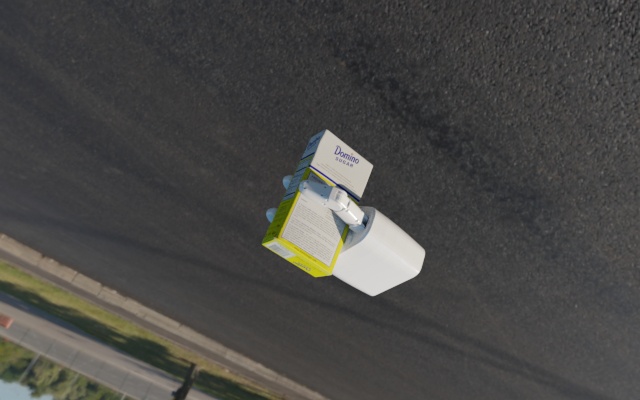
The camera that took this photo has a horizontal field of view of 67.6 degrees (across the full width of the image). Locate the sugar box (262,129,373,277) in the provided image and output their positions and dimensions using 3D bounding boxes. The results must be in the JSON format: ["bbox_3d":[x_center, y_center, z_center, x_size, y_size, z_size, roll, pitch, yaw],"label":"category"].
[{"bbox_3d":[0.000,0.002,0.639,0.093,0.176,0.048,36,-31,-22],"label":"sugar box"}]
